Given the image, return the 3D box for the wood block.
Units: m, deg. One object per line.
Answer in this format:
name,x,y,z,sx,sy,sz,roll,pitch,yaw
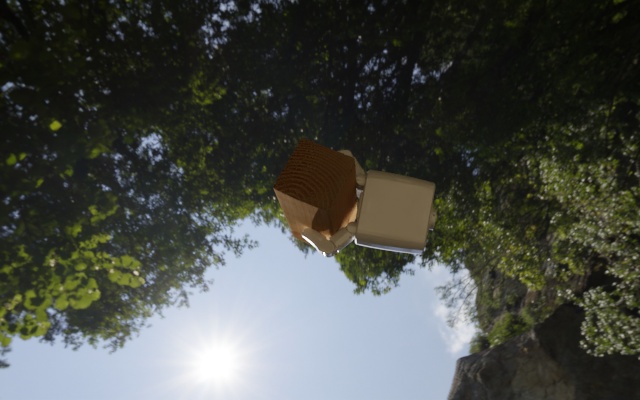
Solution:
wood block,0.000,0.003,0.758,0.090,0.090,0.206,23,-20,14
